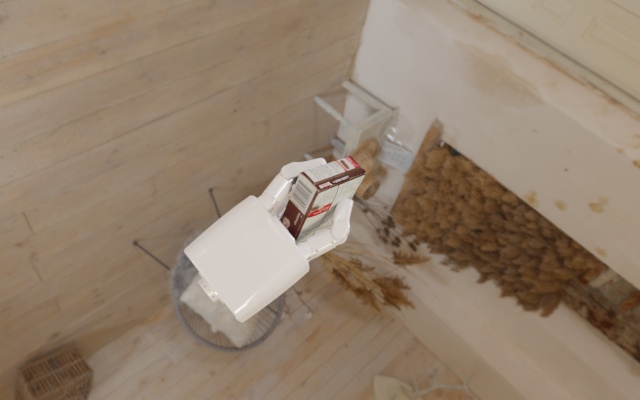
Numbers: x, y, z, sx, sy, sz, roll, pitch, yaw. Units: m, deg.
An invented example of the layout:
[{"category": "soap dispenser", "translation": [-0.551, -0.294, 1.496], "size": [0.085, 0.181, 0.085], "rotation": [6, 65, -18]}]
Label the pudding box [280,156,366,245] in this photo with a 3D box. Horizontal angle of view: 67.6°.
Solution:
[{"category": "pudding box", "translation": [0.000, 0.002, 0.622], "size": [0.090, 0.039, 0.114], "rotation": [-23, -28, -40]}]
